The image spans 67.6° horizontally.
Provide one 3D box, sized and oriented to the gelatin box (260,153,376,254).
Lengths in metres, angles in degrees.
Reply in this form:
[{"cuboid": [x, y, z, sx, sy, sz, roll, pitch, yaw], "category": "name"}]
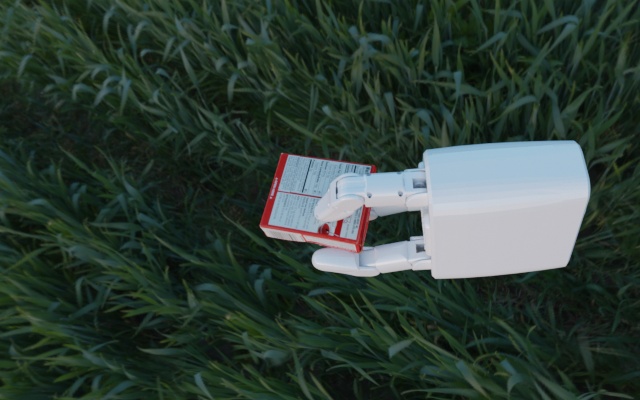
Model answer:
[{"cuboid": [0.000, 0.001, 0.418, 0.089, 0.073, 0.030, 9, -22, 12], "category": "gelatin box"}]
